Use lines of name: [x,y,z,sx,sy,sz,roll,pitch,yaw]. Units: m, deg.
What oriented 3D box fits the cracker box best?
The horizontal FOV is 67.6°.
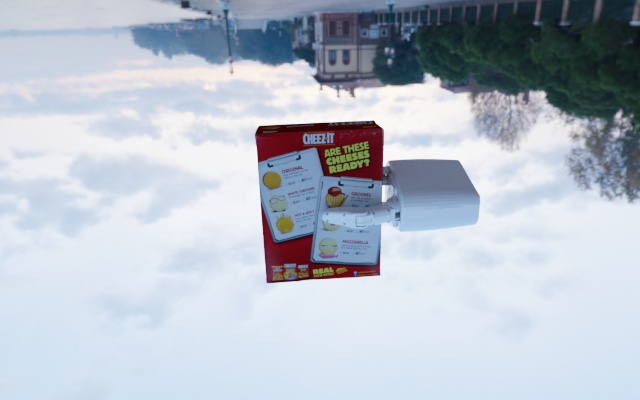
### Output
cracker box: [0.000,0.002,0.659,0.164,0.214,0.072,-3,21,-4]
